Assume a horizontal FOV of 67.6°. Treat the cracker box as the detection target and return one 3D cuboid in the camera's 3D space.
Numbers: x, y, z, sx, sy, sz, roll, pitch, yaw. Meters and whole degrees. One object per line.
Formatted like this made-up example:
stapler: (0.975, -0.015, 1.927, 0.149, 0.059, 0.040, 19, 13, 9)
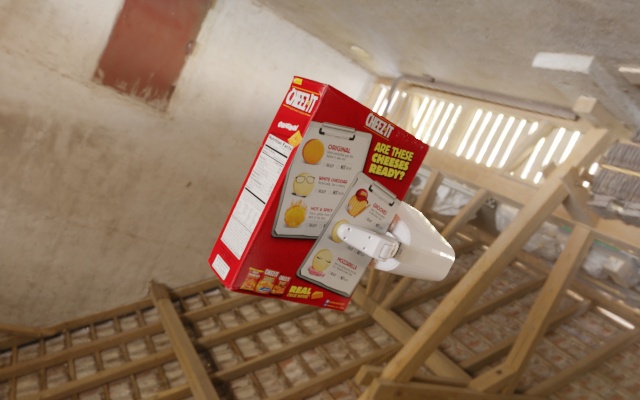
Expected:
cracker box: (0.000, 0.002, 0.509, 0.164, 0.214, 0.072, 21, 8, -41)
